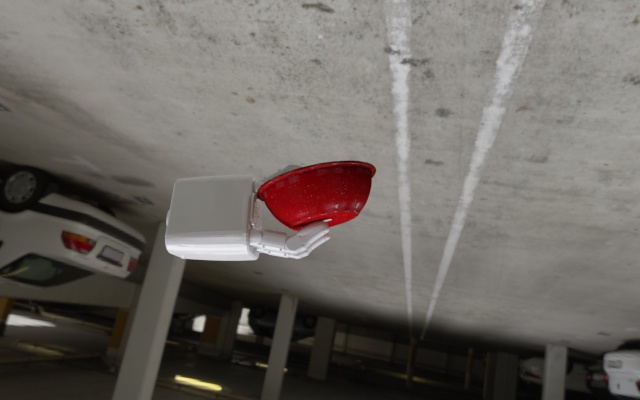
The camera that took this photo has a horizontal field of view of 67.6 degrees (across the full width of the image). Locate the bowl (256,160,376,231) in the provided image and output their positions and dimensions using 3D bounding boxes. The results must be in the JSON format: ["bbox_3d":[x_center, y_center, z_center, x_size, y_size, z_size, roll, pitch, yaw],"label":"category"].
[{"bbox_3d":[0.001,0.002,0.625,0.162,0.055,0.162,-12,-14,-3],"label":"bowl"}]
